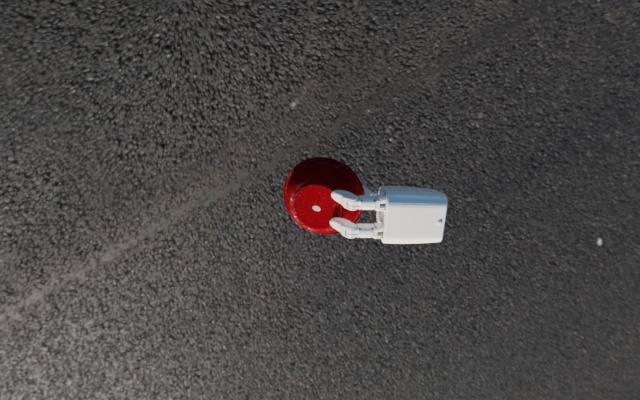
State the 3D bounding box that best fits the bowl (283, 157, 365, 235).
[{"bbox_3d":[-0.001,0.003,0.897,0.162,0.162,0.055,0,23,14],"label":"bowl"}]
